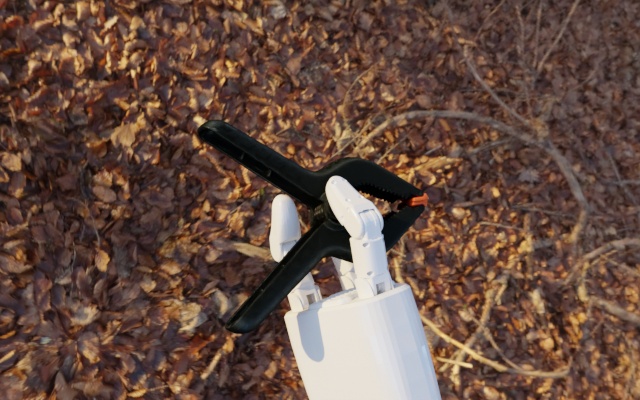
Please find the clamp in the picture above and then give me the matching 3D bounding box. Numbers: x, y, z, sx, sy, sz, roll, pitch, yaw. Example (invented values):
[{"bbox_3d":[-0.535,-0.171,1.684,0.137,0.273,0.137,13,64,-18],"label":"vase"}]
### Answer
[{"bbox_3d":[0.001,0.001,0.405,0.210,0.164,0.036,-13,-4,-29],"label":"clamp"}]
